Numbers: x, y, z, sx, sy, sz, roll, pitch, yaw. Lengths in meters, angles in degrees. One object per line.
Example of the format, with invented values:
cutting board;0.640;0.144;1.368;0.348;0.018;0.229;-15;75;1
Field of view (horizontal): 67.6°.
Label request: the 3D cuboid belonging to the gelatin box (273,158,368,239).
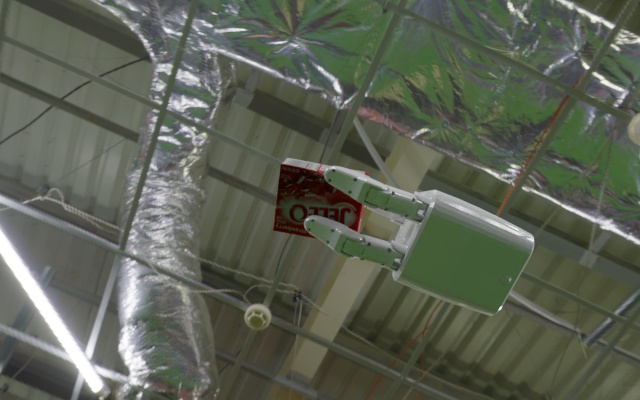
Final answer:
gelatin box;0.000;0.001;0.487;0.089;0.073;0.030;11;19;7
